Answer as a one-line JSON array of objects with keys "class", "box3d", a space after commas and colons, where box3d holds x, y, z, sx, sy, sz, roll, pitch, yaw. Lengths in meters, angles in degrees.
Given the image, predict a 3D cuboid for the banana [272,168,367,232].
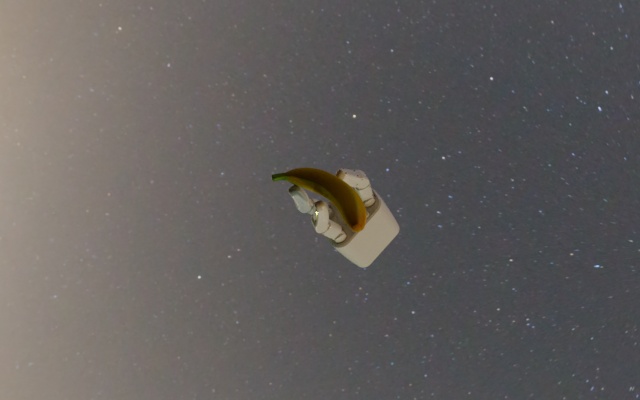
[{"class": "banana", "box3d": [0.012, -0.009, 0.708, 0.069, 0.037, 0.197, -36, 42, -24]}]
